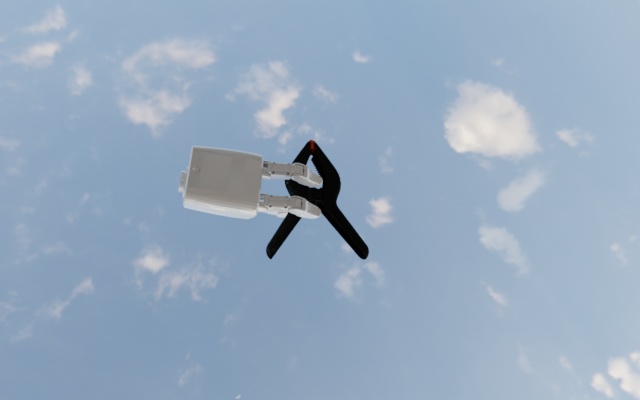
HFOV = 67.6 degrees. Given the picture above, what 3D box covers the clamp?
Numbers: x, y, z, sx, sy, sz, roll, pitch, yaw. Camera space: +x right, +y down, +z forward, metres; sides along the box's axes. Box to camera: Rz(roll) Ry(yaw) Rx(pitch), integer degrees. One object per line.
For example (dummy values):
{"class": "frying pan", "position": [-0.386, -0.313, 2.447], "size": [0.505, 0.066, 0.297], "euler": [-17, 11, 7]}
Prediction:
{"class": "clamp", "position": [0.000, 0.002, 0.772], "size": [0.164, 0.210, 0.036], "euler": [9, -25, -16]}
